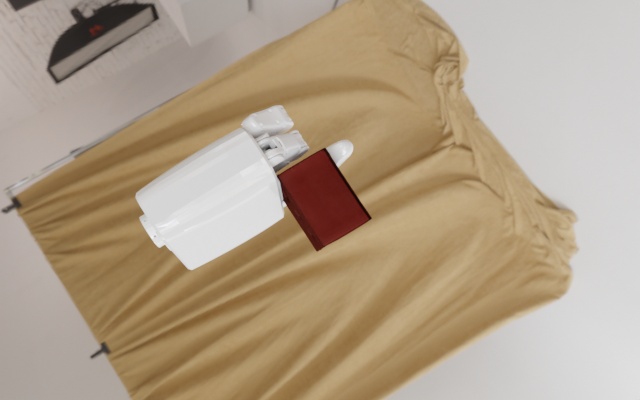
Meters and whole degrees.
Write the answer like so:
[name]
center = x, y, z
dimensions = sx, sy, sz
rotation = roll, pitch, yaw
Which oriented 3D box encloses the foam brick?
[foam brick]
center = 0.000, 0.002, 0.443
dimensions = 0.051, 0.078, 0.053
rotation = -33, -4, -14
